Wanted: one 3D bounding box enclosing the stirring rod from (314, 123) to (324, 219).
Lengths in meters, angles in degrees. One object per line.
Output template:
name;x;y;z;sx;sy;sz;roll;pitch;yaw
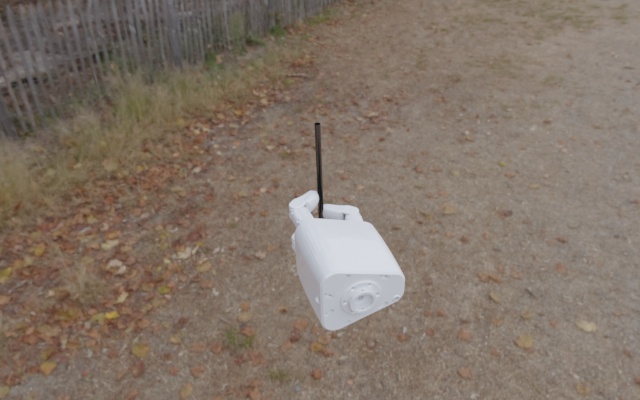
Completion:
stirring rod;0.000;0.002;0.685;0.011;0.240;0.011;-2;32;1
